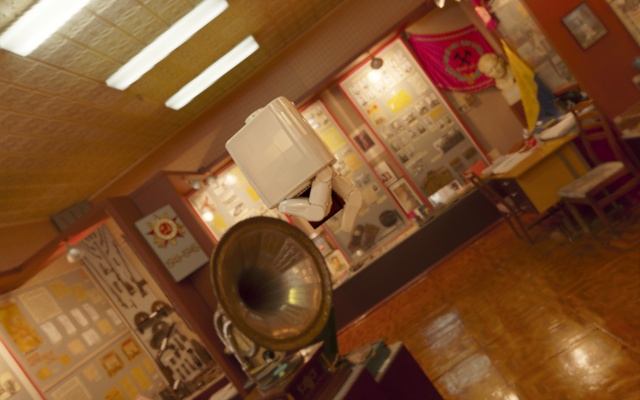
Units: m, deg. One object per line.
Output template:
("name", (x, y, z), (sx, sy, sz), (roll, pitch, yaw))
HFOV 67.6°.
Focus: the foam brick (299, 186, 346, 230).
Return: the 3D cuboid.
("foam brick", (0.000, 0.002, 0.685), (0.053, 0.051, 0.078), (-38, 0, 6))
